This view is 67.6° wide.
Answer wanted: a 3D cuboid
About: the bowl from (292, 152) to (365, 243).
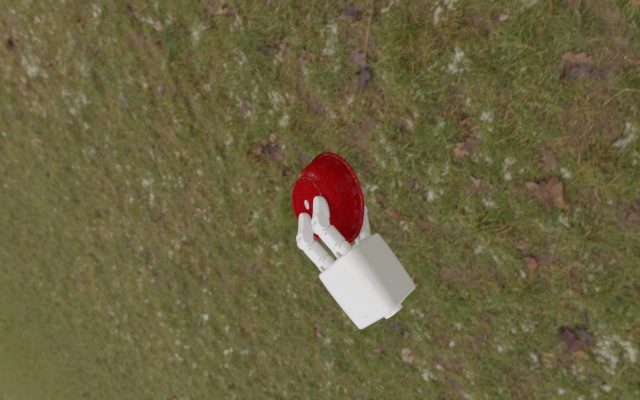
[{"bbox_3d":[-0.001,0.002,0.792,0.055,0.162,0.162,-12,7,-34],"label":"bowl"}]
